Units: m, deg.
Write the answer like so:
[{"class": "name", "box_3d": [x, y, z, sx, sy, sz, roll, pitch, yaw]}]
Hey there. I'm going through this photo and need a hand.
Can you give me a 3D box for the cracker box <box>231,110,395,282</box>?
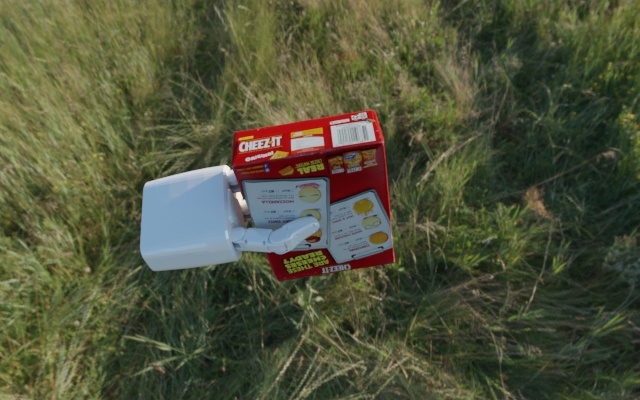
[{"class": "cracker box", "box_3d": [0.000, 0.002, 0.588, 0.164, 0.072, 0.214, -9, -44, 4]}]
